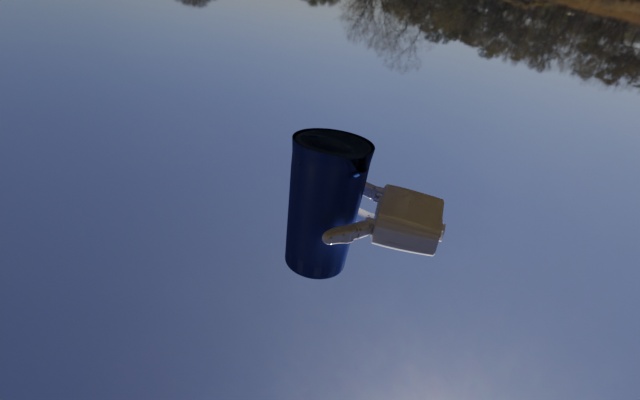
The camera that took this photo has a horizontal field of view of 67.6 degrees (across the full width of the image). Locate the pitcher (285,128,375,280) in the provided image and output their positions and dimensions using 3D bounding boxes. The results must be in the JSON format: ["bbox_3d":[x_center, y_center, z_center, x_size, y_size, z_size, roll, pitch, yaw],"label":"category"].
[{"bbox_3d":[0.000,0.003,0.815,0.145,0.243,0.149,12,25,6],"label":"pitcher"}]
